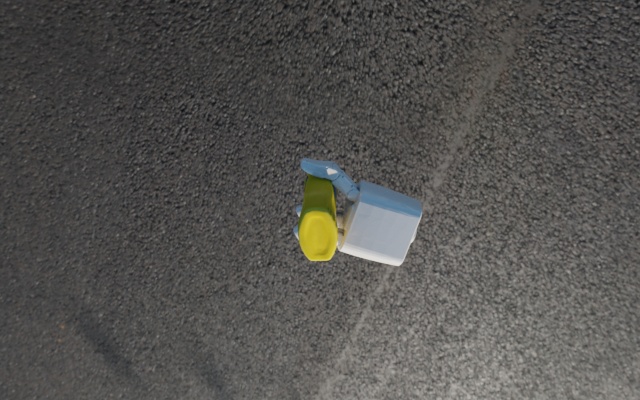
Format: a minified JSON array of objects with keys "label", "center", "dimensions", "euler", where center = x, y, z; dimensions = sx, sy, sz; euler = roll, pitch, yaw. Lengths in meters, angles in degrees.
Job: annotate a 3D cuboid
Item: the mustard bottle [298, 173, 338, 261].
[{"label":"mustard bottle","center":[0.000,0.003,0.759],"dimensions":[0.058,0.096,0.191],"euler":[-3,31,5]}]
